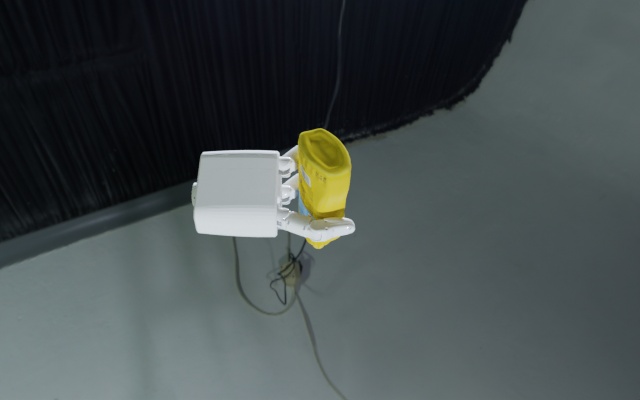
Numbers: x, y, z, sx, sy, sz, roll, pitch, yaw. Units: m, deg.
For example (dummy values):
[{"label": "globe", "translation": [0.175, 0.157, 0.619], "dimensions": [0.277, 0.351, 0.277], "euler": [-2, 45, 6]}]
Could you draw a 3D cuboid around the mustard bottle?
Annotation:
[{"label": "mustard bottle", "translation": [0.000, 0.002, 0.666], "dimensions": [0.058, 0.192, 0.096], "euler": [-17, 50, -19]}]
